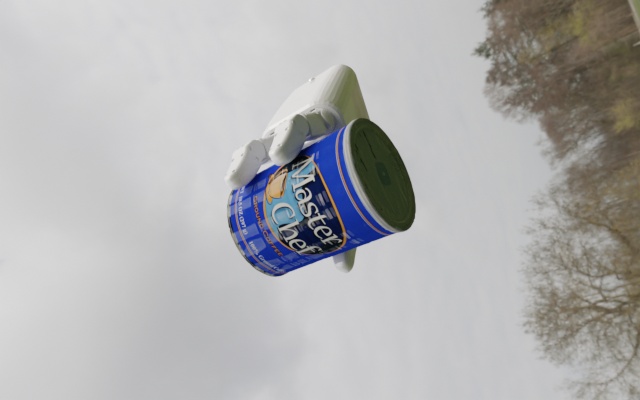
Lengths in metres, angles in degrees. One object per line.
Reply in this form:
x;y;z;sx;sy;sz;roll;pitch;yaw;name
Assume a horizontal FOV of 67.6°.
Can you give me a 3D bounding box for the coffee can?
0.000;0.002;0.436;0.140;0.102;0.103;-24;-13;31;coffee can
